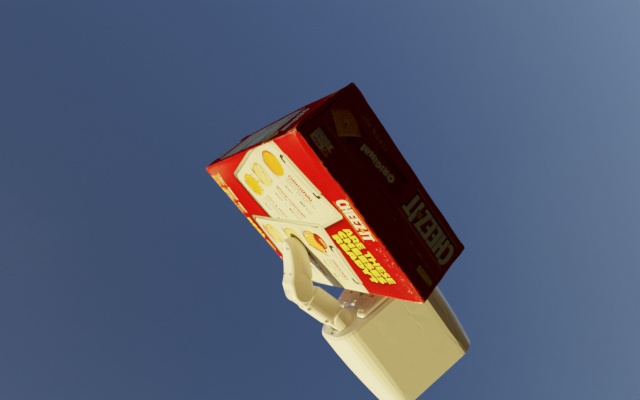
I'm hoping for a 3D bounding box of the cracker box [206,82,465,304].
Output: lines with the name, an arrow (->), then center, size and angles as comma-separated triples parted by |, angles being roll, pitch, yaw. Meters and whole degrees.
cracker box -> 0.000, 0.002, 0.437 | 0.072, 0.164, 0.214 | -45, 17, -24
